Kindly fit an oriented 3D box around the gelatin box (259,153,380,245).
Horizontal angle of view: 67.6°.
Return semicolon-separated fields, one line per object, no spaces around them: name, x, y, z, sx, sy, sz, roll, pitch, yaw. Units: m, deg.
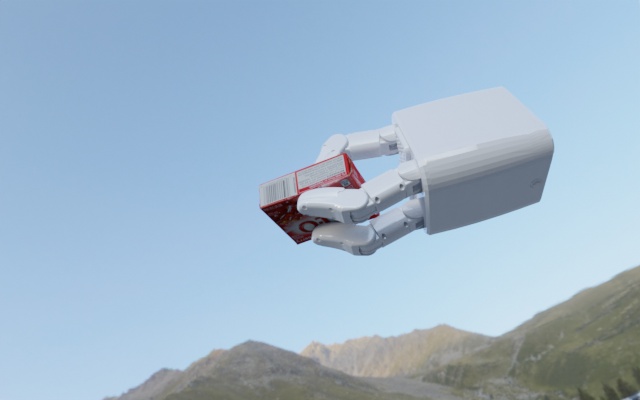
gelatin box;0.000;0.001;0.434;0.089;0.030;0.073;-19;-38;17
